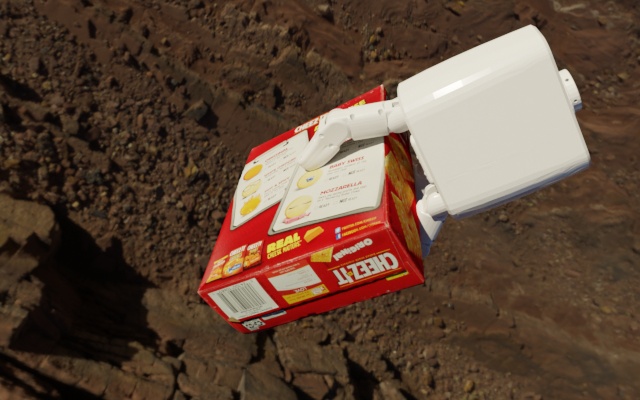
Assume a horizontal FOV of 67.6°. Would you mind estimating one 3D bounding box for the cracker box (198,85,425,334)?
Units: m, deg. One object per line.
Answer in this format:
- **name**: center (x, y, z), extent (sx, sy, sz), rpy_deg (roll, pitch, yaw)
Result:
- **cracker box**: center (0.000, 0.001, 0.433), extent (0.164, 0.072, 0.213), rpy_deg (-22, 32, 22)
